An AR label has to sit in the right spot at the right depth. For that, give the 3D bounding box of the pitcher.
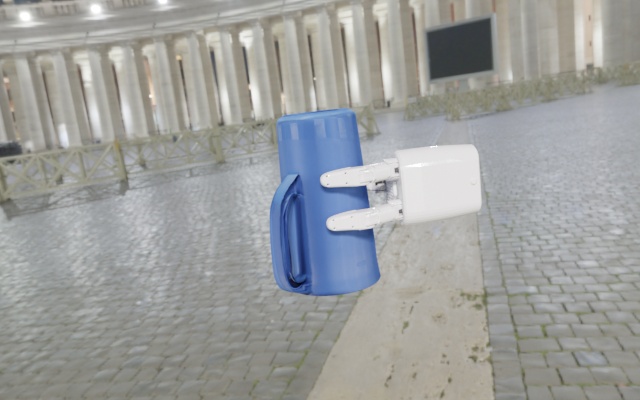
[{"bbox_3d":[0.000,0.002,0.652,0.145,0.243,0.149,-7,9,-3],"label":"pitcher"}]
